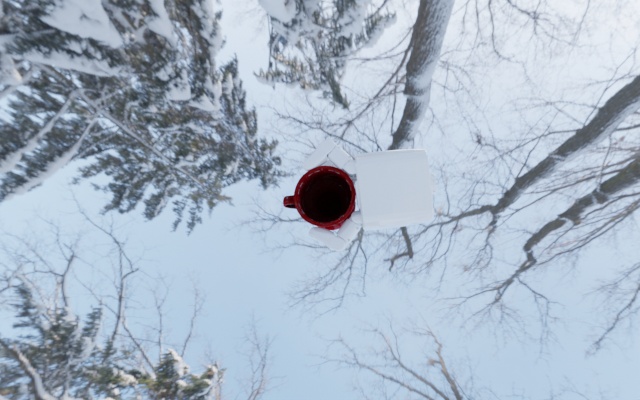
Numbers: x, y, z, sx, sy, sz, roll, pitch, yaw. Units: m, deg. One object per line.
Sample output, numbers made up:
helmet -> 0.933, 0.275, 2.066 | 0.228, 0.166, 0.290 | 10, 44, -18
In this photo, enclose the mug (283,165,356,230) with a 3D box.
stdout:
mug -> -0.001, 0.003, 0.745 | 0.117, 0.093, 0.081 | -5, -13, 8
